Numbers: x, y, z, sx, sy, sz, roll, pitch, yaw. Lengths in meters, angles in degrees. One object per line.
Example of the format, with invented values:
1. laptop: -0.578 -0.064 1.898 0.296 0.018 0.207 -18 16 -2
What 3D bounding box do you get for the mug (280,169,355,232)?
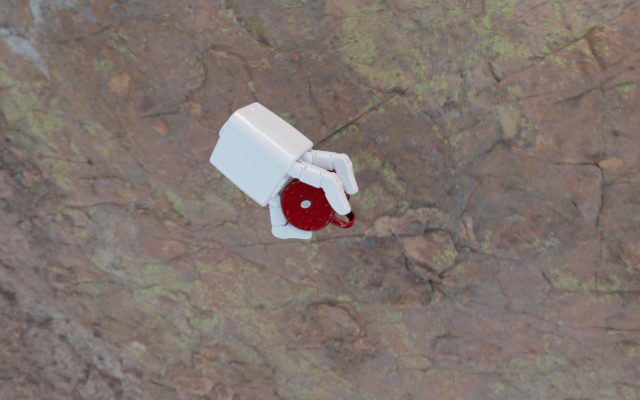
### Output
1. mug: 0.001 0.003 0.707 0.117 0.093 0.081 38 26 0
